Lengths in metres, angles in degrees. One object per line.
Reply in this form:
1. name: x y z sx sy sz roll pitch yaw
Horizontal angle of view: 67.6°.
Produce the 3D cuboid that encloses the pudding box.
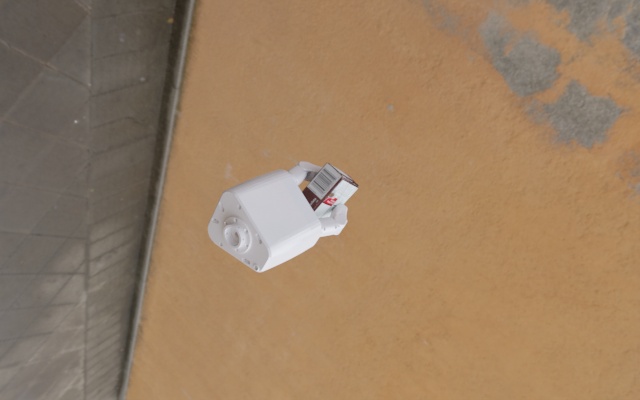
1. pudding box: 0.000 0.002 0.729 0.039 0.113 0.090 45 9 18
